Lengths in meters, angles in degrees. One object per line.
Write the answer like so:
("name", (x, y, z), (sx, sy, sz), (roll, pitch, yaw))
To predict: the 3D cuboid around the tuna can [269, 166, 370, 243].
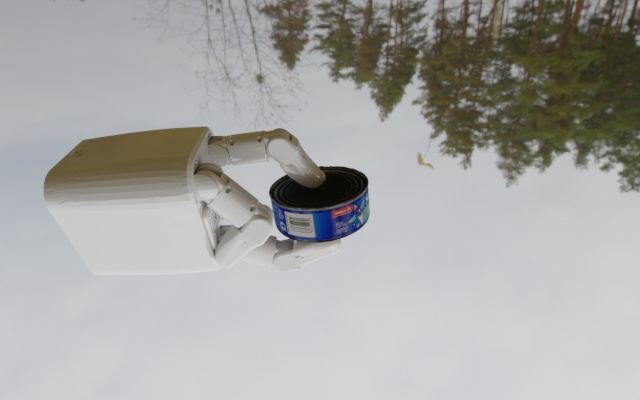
("tuna can", (0.000, 0.002, 0.415), (0.086, 0.034, 0.086), (-6, 26, 3))
